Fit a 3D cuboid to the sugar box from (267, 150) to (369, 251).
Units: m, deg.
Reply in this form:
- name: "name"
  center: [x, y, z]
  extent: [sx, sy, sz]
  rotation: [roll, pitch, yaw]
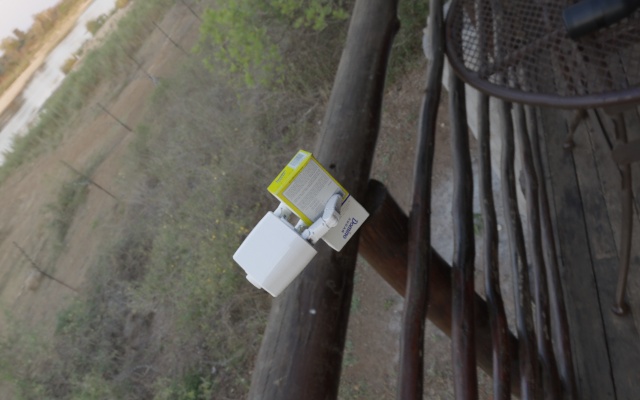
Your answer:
- name: "sugar box"
  center: [0.000, 0.003, 0.843]
  extent: [0.176, 0.093, 0.048]
  rotation: [45, -8, -34]
